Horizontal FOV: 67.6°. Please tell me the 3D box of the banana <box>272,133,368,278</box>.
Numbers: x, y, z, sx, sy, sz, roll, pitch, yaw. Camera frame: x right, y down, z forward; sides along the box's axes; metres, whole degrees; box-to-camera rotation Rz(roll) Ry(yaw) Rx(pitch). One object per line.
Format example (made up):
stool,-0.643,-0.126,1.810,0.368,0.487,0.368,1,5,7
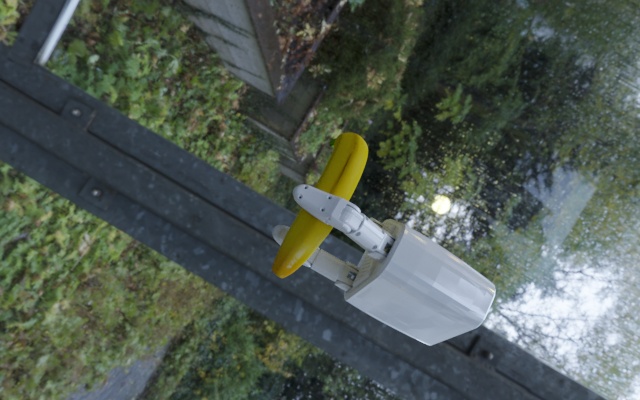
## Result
banana,0.009,-0.010,0.474,0.037,0.197,0.070,33,-41,-8
